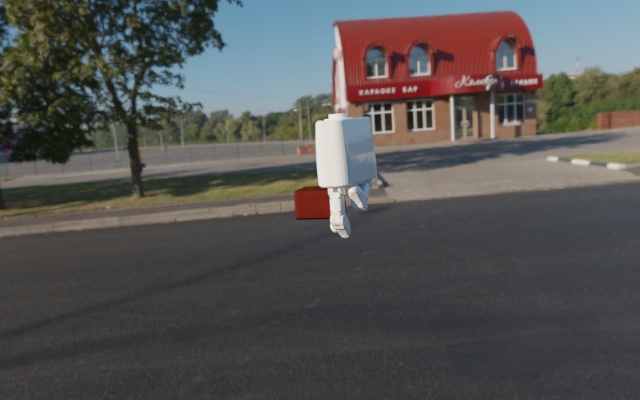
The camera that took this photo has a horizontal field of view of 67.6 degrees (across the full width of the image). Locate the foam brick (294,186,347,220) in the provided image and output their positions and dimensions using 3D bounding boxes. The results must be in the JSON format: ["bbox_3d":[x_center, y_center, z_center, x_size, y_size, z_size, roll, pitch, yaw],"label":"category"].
[{"bbox_3d":[0.000,0.003,0.827,0.078,0.051,0.053,-2,12,22],"label":"foam brick"}]
